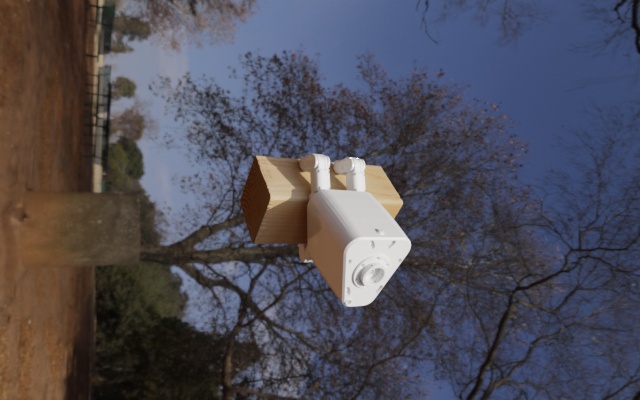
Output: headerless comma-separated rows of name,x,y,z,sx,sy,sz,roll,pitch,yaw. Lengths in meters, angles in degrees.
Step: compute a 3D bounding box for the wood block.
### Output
wood block,0.000,0.003,0.694,0.206,0.091,0.090,3,41,-28
